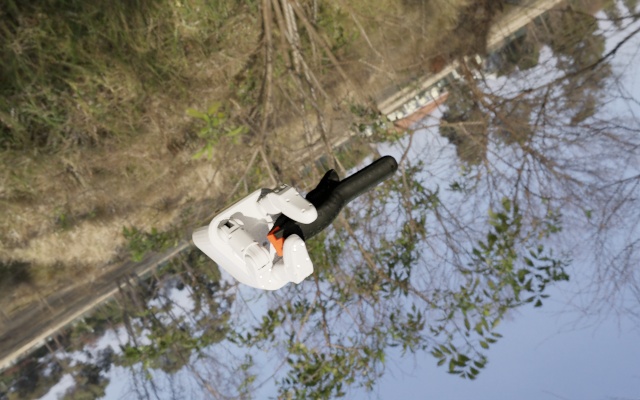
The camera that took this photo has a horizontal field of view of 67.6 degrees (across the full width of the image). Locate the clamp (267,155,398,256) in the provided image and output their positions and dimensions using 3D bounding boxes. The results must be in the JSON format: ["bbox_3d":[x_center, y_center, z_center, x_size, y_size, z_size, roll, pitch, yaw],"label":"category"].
[{"bbox_3d":[0.000,0.002,0.557,0.171,0.039,0.120,-35,10,-26],"label":"clamp"}]
